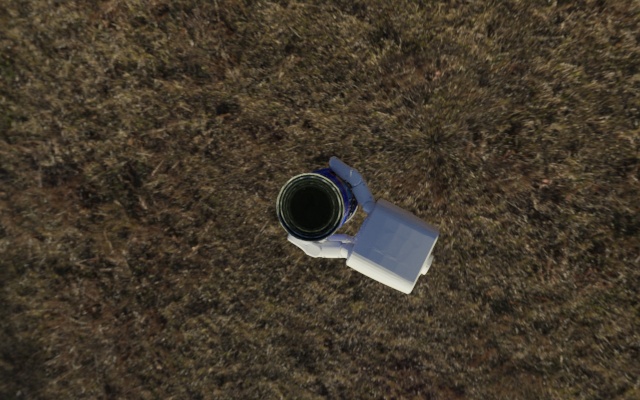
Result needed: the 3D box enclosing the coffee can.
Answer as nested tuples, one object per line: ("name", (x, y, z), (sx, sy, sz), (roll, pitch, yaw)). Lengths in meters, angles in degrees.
("coffee can", (0.000, 0.002, 0.757), (0.103, 0.103, 0.140), (0, 7, 13))
